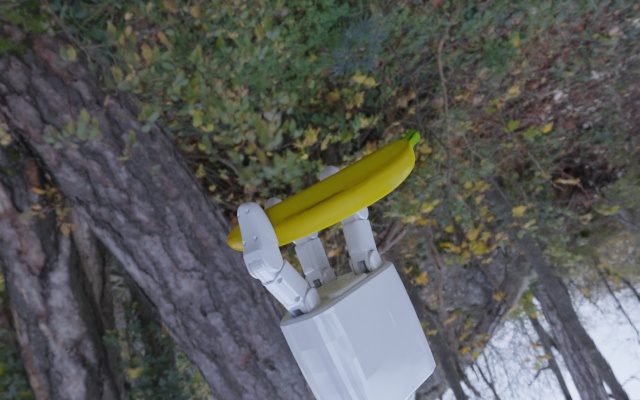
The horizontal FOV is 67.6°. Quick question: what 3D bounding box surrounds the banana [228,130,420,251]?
[{"bbox_3d":[0.001,0.002,0.400,0.198,0.037,0.069,-28,4,9],"label":"banana"}]
